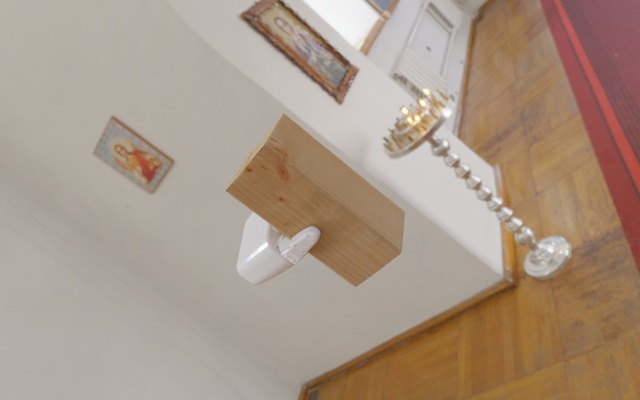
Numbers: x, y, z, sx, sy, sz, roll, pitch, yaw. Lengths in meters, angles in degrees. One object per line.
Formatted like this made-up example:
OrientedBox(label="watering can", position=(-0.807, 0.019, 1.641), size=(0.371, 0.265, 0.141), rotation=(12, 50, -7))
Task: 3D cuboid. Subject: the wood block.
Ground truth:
OrientedBox(label="wood block", position=(0.000, 0.002, 0.601), size=(0.090, 0.206, 0.090), rotation=(-44, 16, 33))
